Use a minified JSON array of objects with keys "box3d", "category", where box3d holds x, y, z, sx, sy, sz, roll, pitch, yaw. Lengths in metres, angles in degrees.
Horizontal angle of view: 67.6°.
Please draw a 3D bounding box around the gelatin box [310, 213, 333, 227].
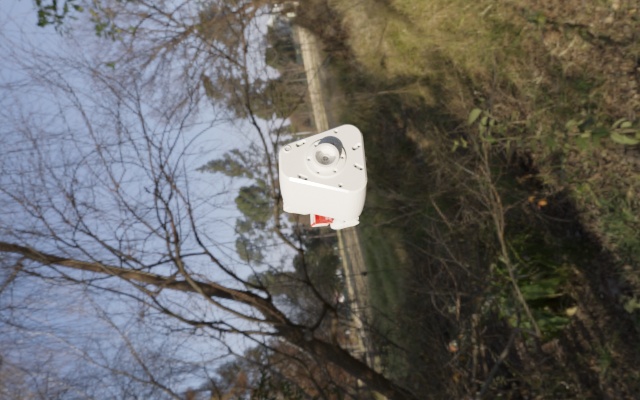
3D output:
[{"box3d":[0.000,0.003,0.754,0.030,0.073,0.089,-3,-5,-6],"category":"gelatin box"}]
